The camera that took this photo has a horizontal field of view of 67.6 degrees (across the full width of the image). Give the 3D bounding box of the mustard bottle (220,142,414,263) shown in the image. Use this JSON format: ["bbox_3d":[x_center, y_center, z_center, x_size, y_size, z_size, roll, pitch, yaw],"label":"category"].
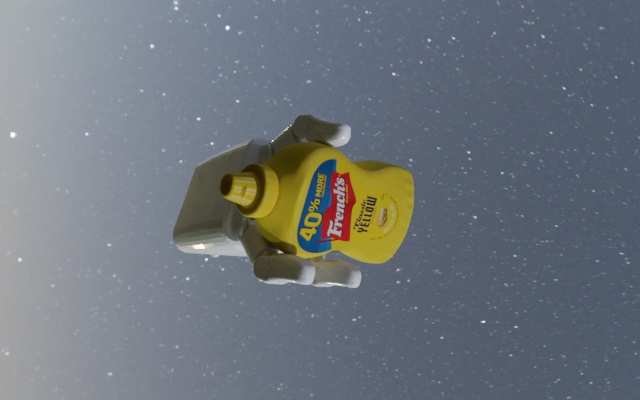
[{"bbox_3d":[0.000,0.001,0.409,0.191,0.096,0.058,10,9,-43],"label":"mustard bottle"}]
